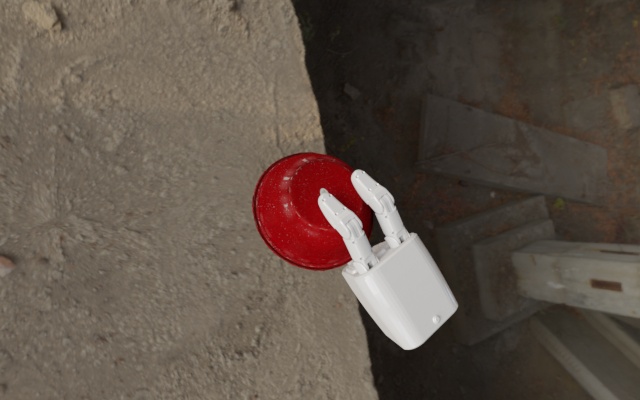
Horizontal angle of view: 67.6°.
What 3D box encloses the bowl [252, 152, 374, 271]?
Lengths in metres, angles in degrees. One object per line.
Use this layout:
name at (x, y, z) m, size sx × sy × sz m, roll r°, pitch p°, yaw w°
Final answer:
bowl at (-0.001, 0.001, 0.590) m, size 0.162 × 0.162 × 0.055 m, roll 0°, pitch -21°, yaw -17°
